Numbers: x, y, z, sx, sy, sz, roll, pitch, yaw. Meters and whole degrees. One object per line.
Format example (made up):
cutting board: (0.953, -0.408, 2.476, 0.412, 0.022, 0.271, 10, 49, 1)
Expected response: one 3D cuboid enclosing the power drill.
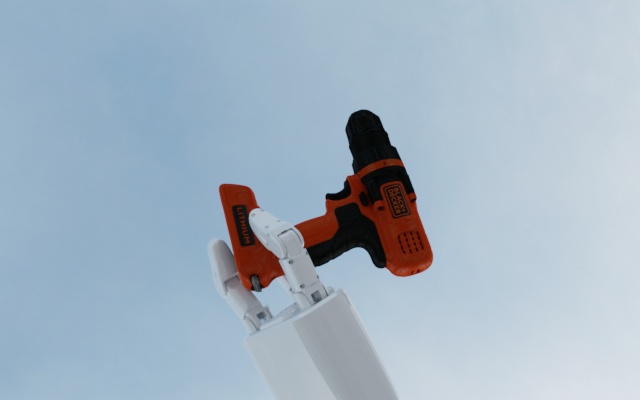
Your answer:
power drill: (0.000, 0.002, 0.472, 0.187, 0.184, 0.057, -14, -24, -7)
